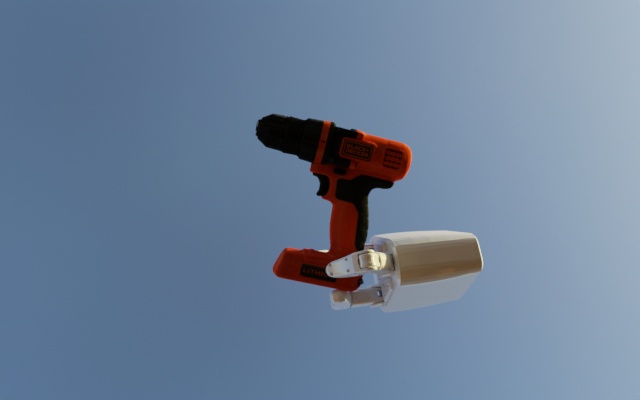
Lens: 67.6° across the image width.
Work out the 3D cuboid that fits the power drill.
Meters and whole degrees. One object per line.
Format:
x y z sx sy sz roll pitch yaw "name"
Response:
0.000 0.002 0.559 0.184 0.187 0.057 13 4 -2 "power drill"
